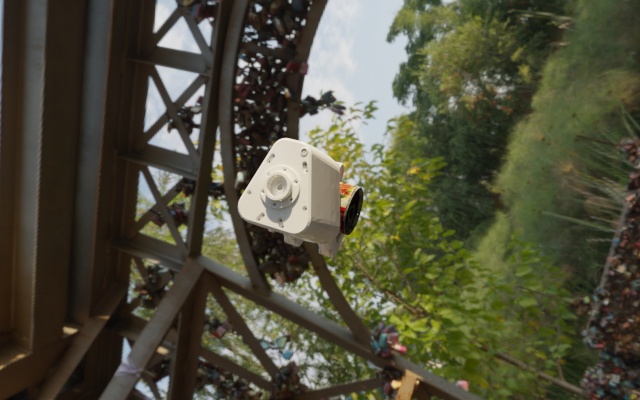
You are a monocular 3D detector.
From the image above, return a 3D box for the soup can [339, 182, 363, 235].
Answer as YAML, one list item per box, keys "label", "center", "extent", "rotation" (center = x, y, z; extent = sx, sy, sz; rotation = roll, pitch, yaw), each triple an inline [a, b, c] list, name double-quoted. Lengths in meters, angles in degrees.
- label: "soup can"
  center: [0.000, 0.002, 0.663]
  extent: [0.102, 0.068, 0.068]
  rotation: [16, 5, 20]
